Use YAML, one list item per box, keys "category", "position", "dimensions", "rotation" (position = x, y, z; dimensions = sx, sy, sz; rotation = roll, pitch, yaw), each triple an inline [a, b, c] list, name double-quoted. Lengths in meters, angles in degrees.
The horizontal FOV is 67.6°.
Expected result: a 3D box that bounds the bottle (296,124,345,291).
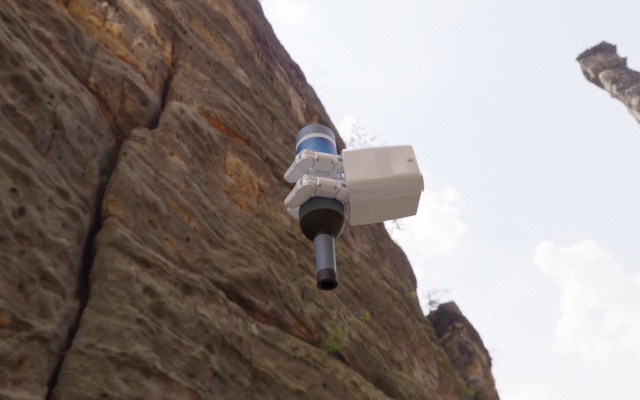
- category: "bottle"
  position: [0.000, 0.002, 0.708]
  dimensions: [0.069, 0.295, 0.069]
  rotation: [-3, -44, -2]
